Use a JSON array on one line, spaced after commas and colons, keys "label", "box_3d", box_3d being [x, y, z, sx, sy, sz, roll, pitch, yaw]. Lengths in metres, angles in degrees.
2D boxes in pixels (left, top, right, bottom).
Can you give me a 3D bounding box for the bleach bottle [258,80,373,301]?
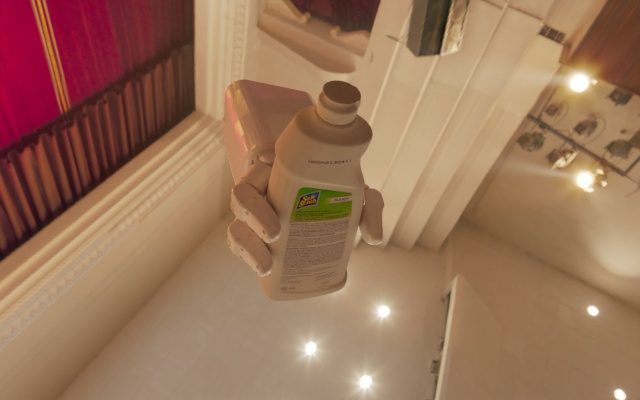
[{"label": "bleach bottle", "box_3d": [0.000, 0.002, 0.441, 0.102, 0.068, 0.251, -8, -38, -20]}]
